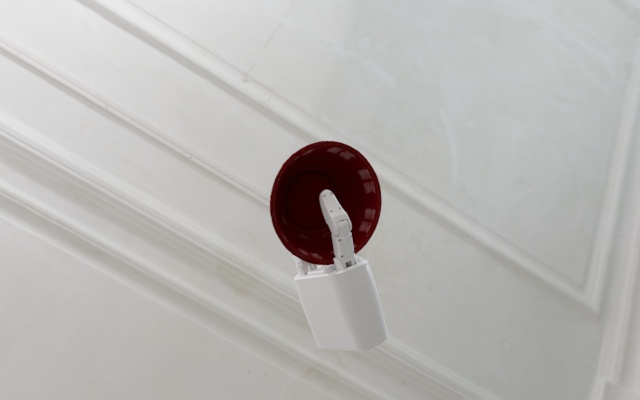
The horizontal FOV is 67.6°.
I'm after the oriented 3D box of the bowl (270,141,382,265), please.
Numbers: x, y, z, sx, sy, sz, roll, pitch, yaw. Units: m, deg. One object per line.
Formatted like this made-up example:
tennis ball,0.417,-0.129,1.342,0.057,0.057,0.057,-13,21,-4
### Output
bowl,0.000,0.001,0.640,0.162,0.162,0.055,0,4,-26
